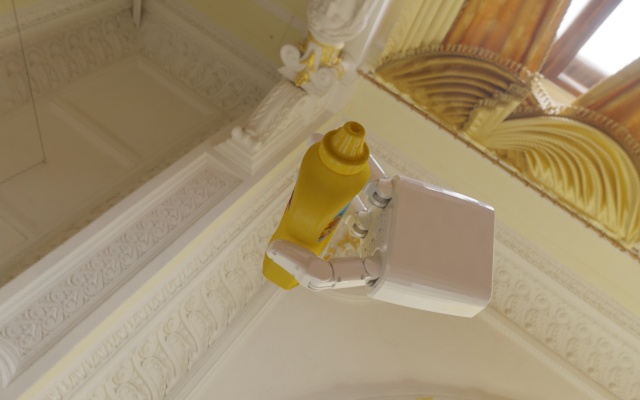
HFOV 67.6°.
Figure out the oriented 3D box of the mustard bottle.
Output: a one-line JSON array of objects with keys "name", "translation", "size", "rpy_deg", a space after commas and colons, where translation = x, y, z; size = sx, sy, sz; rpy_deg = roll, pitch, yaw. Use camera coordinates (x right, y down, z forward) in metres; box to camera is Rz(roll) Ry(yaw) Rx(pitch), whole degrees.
[{"name": "mustard bottle", "translation": [0.000, 0.001, 0.441], "size": [0.058, 0.096, 0.192], "rpy_deg": [32, -41, 5]}]
